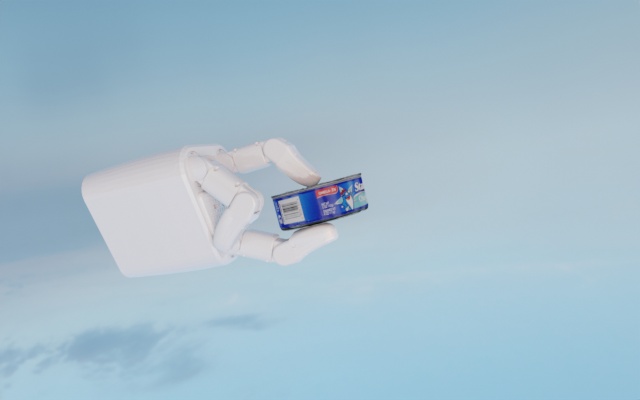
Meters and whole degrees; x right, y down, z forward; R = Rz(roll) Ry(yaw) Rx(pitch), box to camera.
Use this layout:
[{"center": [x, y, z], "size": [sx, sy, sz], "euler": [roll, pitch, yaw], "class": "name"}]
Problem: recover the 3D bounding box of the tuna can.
[{"center": [0.000, 0.002, 0.439], "size": [0.086, 0.034, 0.086], "euler": [-15, 2, 0], "class": "tuna can"}]
